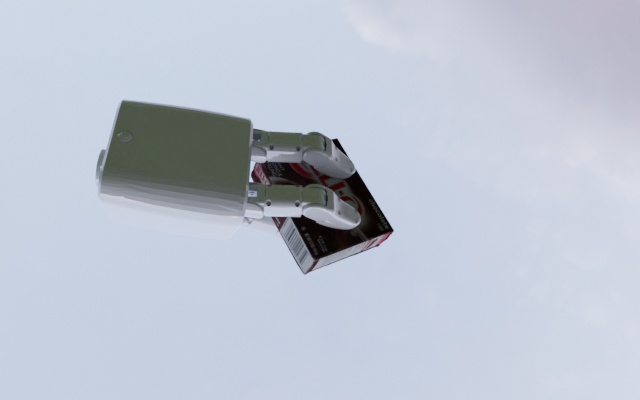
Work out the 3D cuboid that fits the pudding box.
[{"bbox_3d":[0.000,0.002,0.440,0.090,0.113,0.039,-17,-21,-31],"label":"pudding box"}]
